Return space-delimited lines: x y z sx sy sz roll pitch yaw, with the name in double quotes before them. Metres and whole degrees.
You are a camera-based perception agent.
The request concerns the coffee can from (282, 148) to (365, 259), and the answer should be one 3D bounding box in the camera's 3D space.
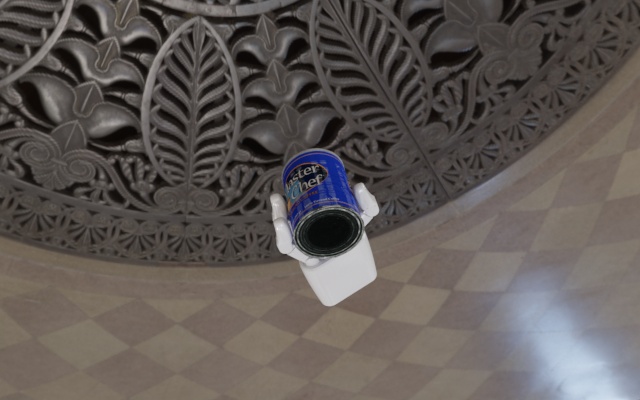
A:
"coffee can" 0.000 0.002 0.718 0.103 0.103 0.140 0 40 -13
